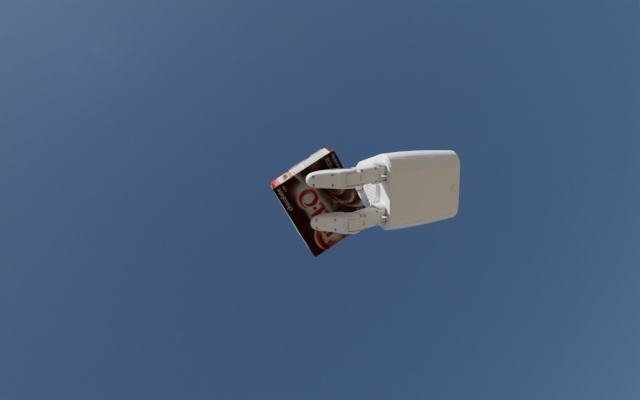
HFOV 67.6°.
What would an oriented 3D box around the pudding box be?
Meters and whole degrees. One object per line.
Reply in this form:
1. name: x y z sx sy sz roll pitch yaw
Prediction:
1. pudding box: 0.000 0.002 0.608 0.090 0.113 0.039 -34 21 -7
